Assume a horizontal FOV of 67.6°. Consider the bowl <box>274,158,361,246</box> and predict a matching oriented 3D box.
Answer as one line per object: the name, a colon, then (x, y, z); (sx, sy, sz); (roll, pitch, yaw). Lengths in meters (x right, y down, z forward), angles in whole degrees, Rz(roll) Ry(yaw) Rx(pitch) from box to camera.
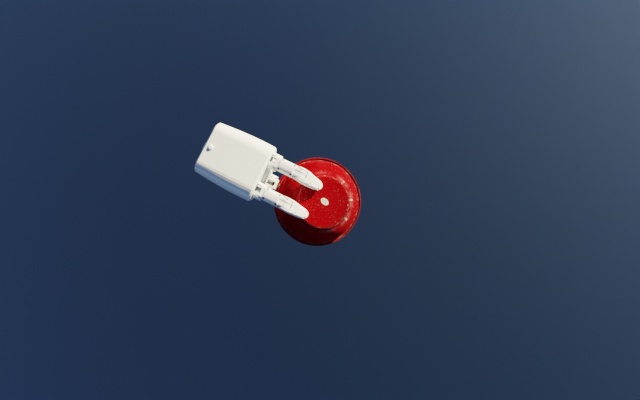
bowl: (0.002, 0.003, 0.847); (0.162, 0.162, 0.055); (0, 1, -11)
